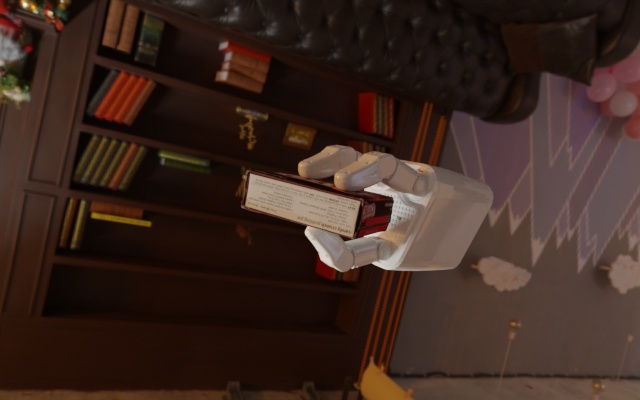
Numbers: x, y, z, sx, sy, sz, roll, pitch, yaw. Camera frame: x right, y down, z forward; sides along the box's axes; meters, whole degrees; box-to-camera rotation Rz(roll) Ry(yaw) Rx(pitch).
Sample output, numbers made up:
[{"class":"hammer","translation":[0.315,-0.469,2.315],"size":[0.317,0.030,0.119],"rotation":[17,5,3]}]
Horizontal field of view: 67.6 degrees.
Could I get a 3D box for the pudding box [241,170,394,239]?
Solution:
[{"class":"pudding box","translation":[0.000,0.002,0.433],"size":[0.113,0.039,0.090],"rotation":[12,5,23]}]
